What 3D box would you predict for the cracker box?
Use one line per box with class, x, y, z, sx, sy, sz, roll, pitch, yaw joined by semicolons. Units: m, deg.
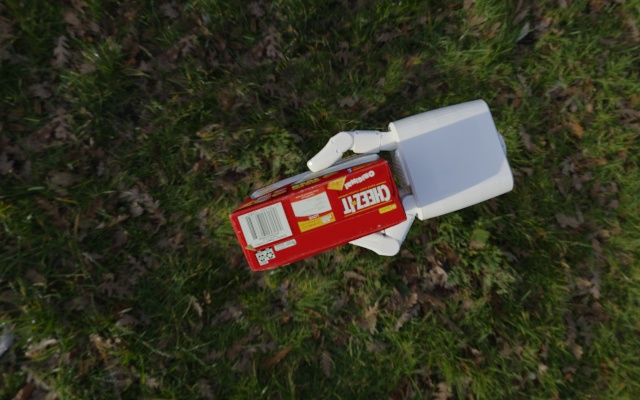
cracker box;0.000;0.002;0.561;0.164;0.072;0.213;-19;8;4
